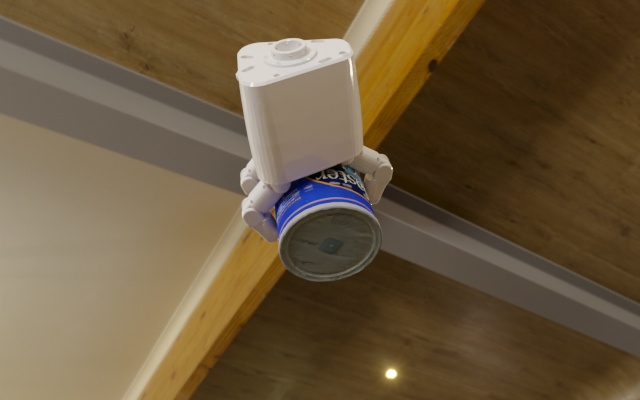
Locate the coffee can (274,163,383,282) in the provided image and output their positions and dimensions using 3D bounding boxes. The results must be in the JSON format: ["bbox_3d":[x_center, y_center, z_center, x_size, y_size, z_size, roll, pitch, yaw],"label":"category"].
[{"bbox_3d":[0.000,0.002,0.518,0.103,0.103,0.140,0,39,-11],"label":"coffee can"}]
